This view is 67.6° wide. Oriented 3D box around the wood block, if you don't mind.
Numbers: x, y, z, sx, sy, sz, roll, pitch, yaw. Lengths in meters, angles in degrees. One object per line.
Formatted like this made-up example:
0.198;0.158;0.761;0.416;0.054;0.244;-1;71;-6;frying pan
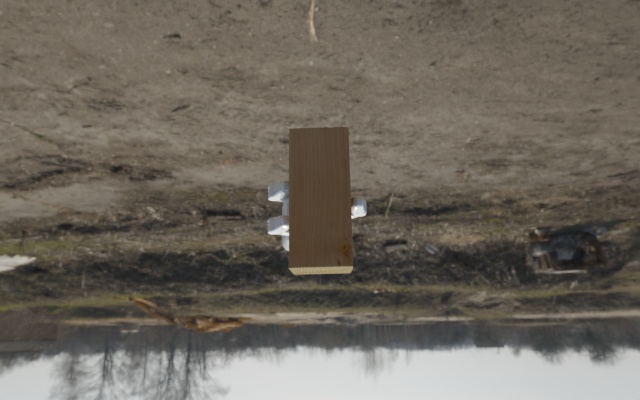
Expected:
0.000;0.003;0.718;0.091;0.206;0.090;-1;-15;1;wood block
